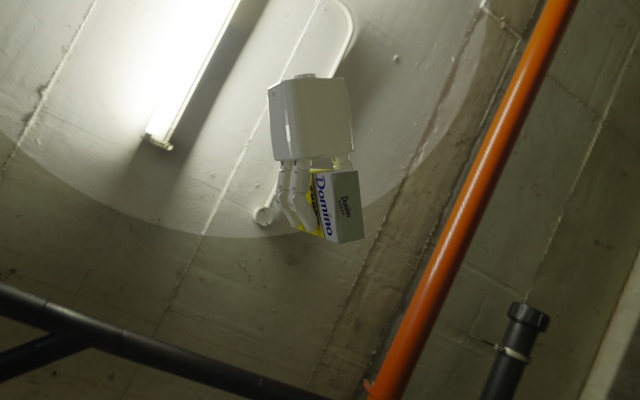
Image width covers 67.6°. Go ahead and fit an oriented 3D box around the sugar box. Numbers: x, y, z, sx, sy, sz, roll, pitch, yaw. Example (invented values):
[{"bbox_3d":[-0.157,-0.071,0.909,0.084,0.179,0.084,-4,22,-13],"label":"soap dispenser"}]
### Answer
[{"bbox_3d":[0.000,0.002,0.688,0.048,0.093,0.176,-9,7,-21],"label":"sugar box"}]
